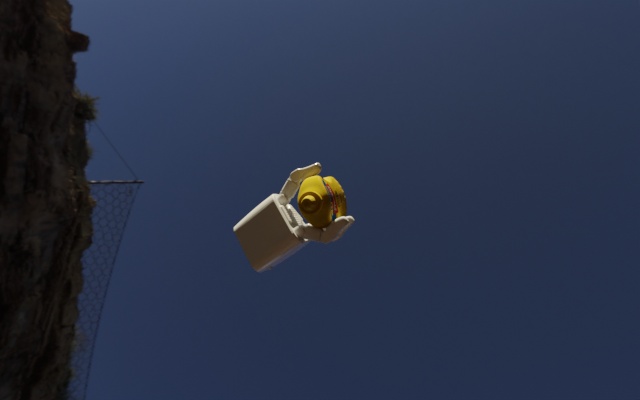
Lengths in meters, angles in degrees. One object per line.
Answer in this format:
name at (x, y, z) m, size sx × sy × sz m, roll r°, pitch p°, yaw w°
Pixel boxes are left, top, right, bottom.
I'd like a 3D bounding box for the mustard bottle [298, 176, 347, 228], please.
mustard bottle at (0.001, 0.003, 0.880) m, size 0.058 × 0.096 × 0.191 m, roll -13°, pitch -2°, yaw 15°
